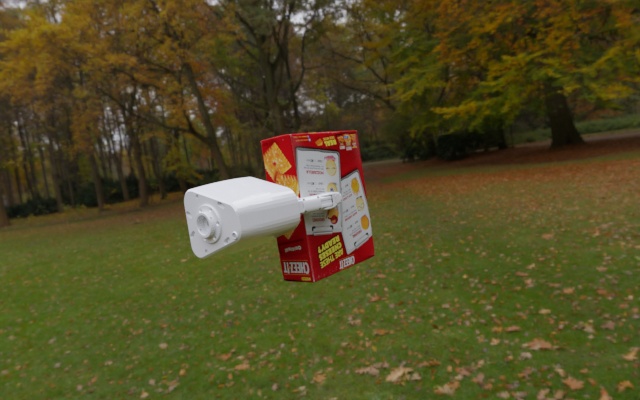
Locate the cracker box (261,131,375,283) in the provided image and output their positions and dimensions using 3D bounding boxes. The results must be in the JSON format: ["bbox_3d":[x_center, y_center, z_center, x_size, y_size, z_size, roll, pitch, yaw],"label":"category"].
[{"bbox_3d":[0.000,0.002,0.748,0.072,0.214,0.164,-5,6,40],"label":"cracker box"}]
